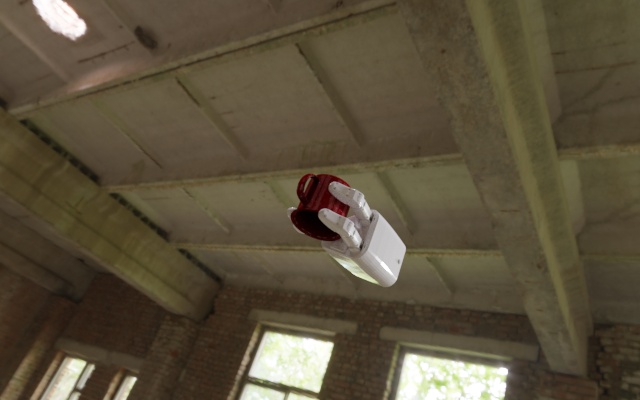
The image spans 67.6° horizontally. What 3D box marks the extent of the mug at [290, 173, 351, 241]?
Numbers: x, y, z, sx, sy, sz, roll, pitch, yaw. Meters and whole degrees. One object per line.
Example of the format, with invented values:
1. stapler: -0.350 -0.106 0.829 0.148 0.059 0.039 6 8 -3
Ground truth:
1. mug: -0.001 0.002 0.797 0.093 0.081 0.117 -8 -42 40
